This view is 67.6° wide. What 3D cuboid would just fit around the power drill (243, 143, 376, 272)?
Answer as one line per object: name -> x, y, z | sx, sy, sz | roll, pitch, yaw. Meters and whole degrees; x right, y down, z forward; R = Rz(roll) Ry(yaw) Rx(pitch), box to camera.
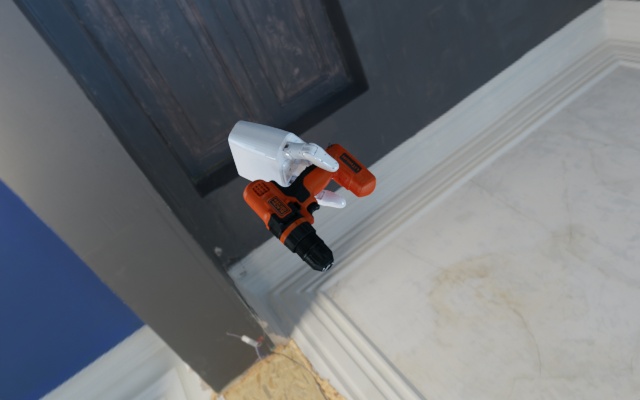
power drill -> 0.000, 0.002, 0.760 | 0.187, 0.184, 0.057 | -35, -19, -28
